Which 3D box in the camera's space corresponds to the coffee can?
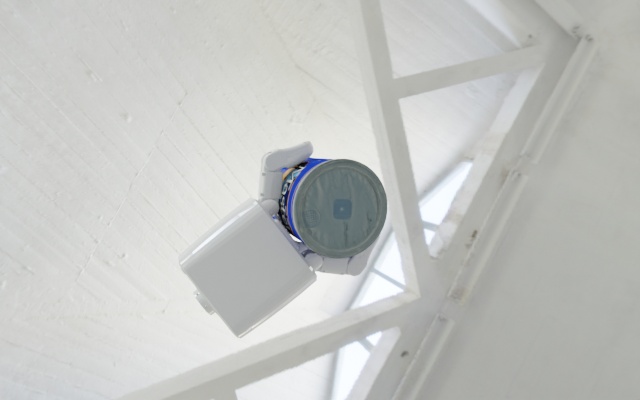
[{"bbox_3d":[0.000,0.002,0.549,0.103,0.103,0.140,0,6,-19],"label":"coffee can"}]
